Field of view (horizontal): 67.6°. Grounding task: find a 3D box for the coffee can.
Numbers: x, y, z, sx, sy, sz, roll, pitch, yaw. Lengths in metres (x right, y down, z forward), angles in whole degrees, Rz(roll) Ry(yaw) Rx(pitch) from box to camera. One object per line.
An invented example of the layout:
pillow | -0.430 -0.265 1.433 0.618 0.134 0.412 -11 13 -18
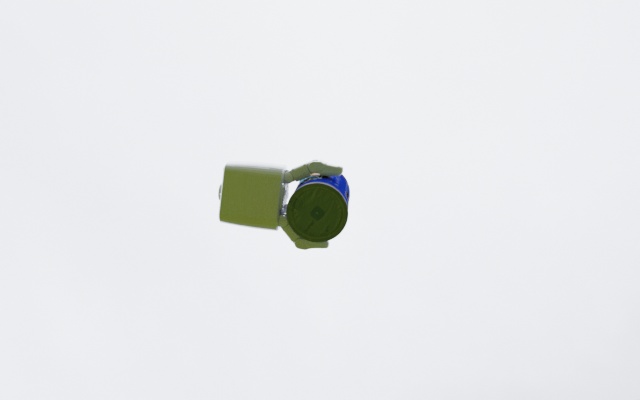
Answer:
coffee can | 0.000 0.003 0.849 0.103 0.103 0.140 0 15 5
